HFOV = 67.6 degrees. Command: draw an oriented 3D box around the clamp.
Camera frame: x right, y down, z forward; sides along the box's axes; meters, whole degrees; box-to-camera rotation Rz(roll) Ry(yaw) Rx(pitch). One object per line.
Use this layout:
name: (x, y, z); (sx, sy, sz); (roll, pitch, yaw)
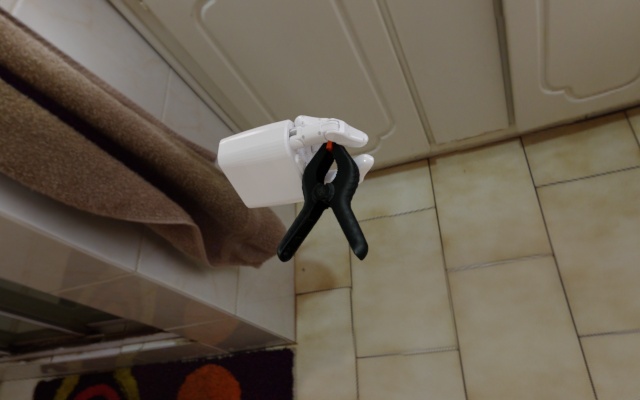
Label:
clamp: (0.000, 0.002, 0.601); (0.120, 0.171, 0.039); (-11, -31, 20)
